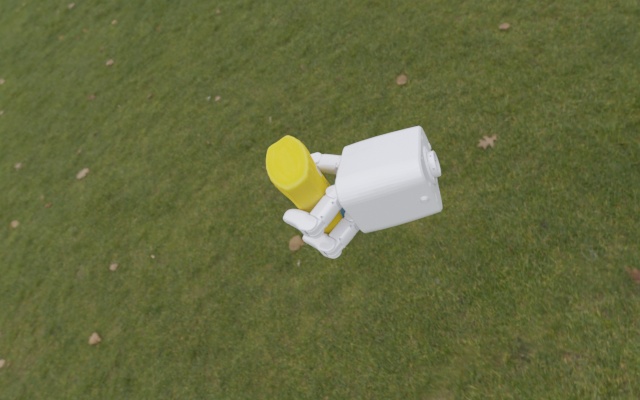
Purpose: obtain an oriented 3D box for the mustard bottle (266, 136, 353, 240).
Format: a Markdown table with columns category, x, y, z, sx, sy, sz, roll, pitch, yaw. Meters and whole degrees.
| category | x | y | z | sx | sy | sz | roll | pitch | yaw |
| --- | --- | --- | --- | --- | --- | --- | --- | --- | --- |
| mustard bottle | 0.000 | 0.002 | 0.653 | 0.058 | 0.096 | 0.192 | -34 | -45 | 6 |
